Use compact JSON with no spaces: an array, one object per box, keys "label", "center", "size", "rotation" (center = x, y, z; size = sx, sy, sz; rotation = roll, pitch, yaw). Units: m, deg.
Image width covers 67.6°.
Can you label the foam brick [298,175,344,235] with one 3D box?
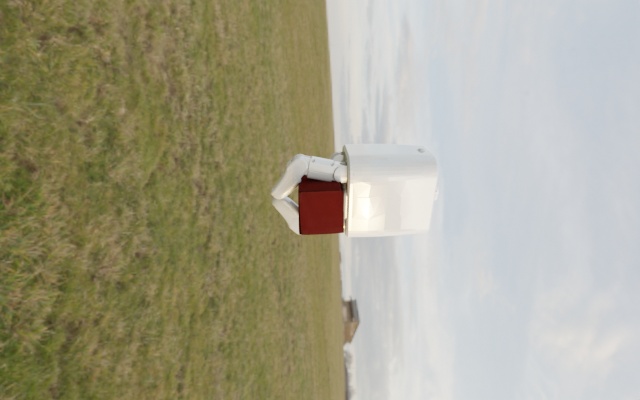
[{"label":"foam brick","center":[0.000,0.002,0.563],"size":[0.051,0.053,0.078],"rotation":[-1,19,-1]}]
